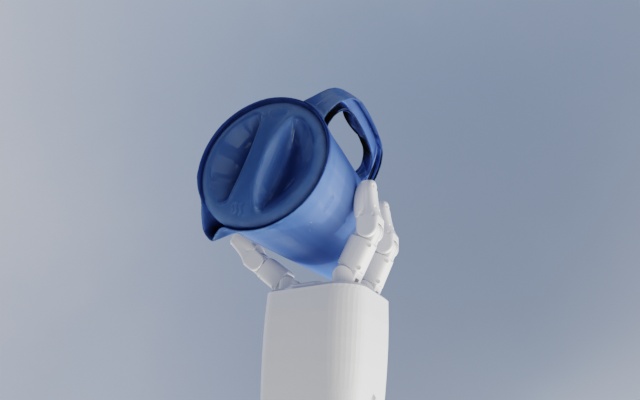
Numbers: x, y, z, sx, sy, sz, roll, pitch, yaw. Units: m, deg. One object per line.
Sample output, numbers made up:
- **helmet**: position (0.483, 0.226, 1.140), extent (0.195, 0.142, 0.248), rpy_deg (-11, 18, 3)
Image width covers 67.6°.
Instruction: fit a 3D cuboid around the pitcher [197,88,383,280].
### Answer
- **pitcher**: position (0.000, 0.002, 0.511), extent (0.149, 0.145, 0.243), rpy_deg (-9, -26, 22)
